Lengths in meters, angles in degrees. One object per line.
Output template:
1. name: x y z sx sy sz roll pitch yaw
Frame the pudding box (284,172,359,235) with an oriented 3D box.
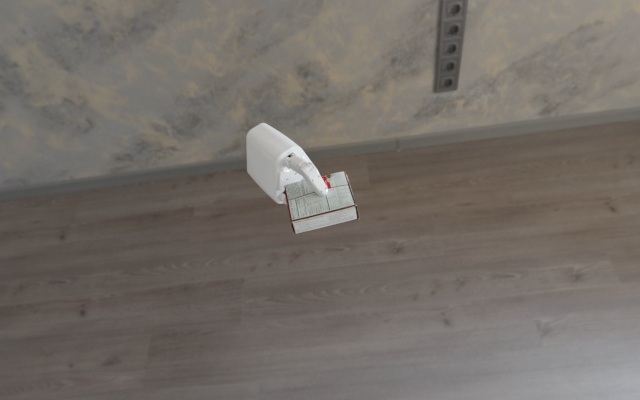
1. pudding box: 0.000 0.002 0.804 0.113 0.090 0.039 -15 -44 1
